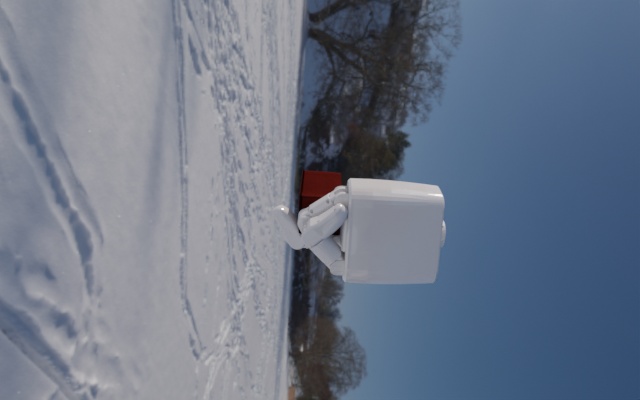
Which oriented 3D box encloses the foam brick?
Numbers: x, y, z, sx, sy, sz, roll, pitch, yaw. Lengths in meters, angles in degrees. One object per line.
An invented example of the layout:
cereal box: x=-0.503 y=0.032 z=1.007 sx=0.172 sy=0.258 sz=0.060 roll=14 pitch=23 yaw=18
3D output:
foam brick: x=0.000 y=0.002 z=0.599 sx=0.051 sy=0.053 sz=0.078 roll=2 pitch=27 yaw=0
